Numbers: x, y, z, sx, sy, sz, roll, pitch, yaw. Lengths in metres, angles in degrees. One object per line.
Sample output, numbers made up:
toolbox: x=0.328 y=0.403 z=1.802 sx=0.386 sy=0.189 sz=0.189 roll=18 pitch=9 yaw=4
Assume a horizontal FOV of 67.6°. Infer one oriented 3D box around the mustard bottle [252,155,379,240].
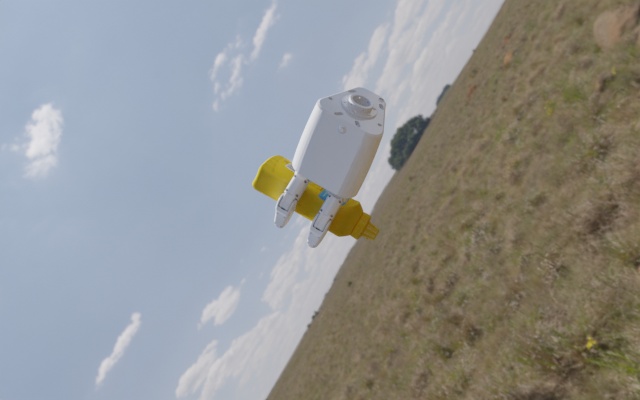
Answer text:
mustard bottle: x=0.000 y=0.002 z=0.706 sx=0.191 sy=0.058 sz=0.096 roll=30 pitch=16 yaw=7
